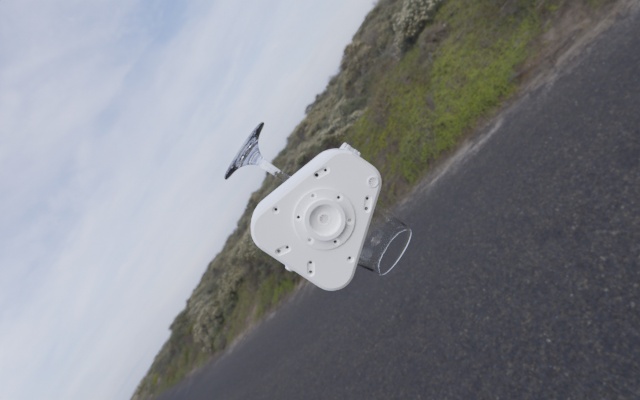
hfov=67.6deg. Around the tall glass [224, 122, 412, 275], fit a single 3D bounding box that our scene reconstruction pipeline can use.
[{"bbox_3d":[0.000,0.001,0.519,0.201,0.079,0.079,34,-4,-5],"label":"tall glass"}]
